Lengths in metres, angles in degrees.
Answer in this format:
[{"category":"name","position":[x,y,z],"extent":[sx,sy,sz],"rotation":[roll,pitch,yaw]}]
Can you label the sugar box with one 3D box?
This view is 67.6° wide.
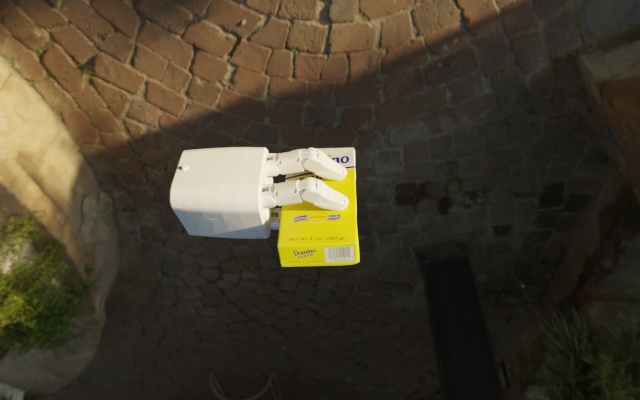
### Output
[{"category":"sugar box","position":[0.000,0.002,0.604],"extent":[0.093,0.176,0.048],"rotation":[-2,-44,3]}]
